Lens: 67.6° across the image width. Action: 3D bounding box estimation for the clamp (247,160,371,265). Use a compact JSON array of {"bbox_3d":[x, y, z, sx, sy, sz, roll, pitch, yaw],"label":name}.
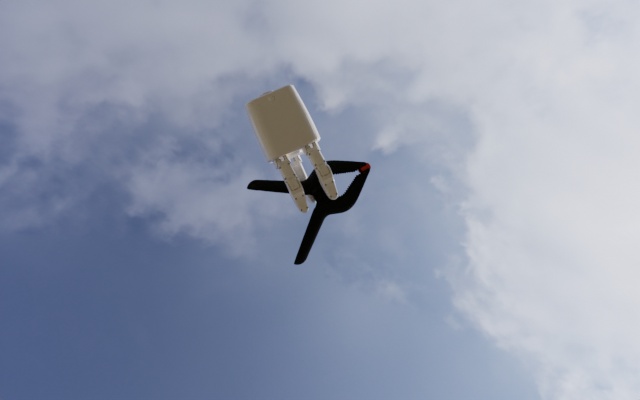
[{"bbox_3d":[0.000,0.002,0.830,0.210,0.164,0.036,-25,3,-8],"label":"clamp"}]
